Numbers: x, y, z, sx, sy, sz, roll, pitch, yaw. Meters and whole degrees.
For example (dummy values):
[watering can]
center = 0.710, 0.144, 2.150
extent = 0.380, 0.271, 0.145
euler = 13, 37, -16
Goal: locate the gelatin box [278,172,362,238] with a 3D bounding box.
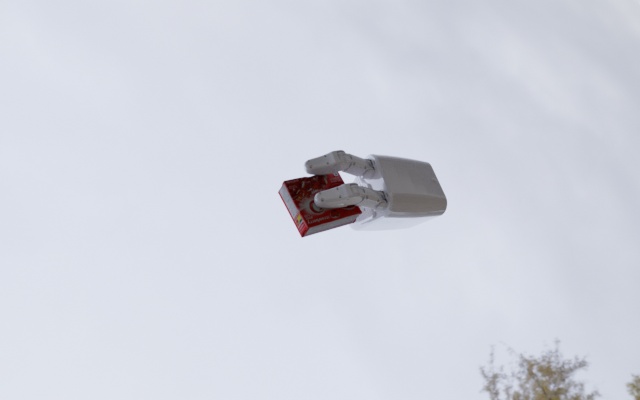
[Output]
[gelatin box]
center = 0.000, 0.002, 0.625
extent = 0.089, 0.073, 0.030
euler = -14, -26, -32
